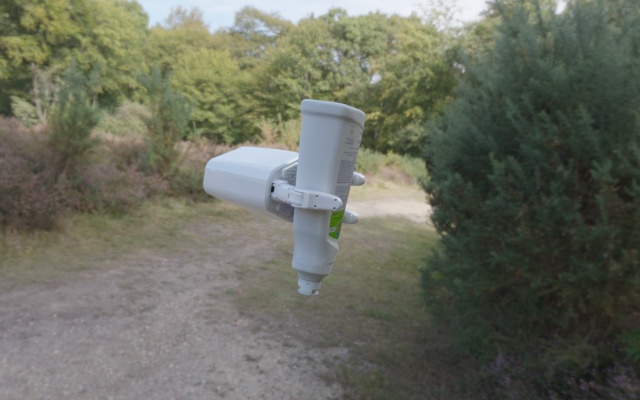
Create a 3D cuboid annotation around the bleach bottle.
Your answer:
[{"bbox_3d":[0.000,0.002,0.626,0.068,0.251,0.102,12,7,24],"label":"bleach bottle"}]
